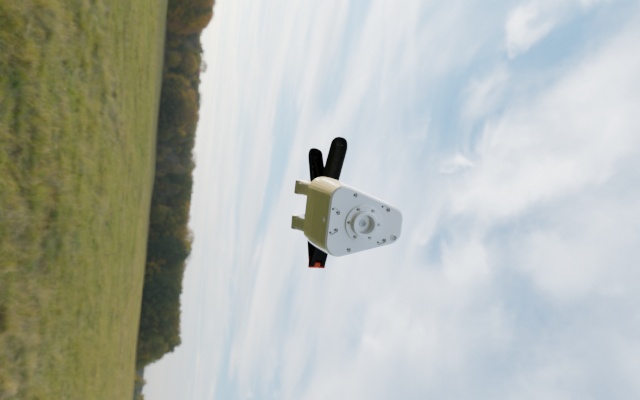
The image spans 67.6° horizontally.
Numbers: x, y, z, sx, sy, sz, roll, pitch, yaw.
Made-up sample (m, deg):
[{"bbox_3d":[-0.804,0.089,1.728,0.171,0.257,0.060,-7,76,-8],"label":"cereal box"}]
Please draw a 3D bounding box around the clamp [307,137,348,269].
[{"bbox_3d":[0.001,0.003,0.777,0.036,0.210,0.164,5,6,-14],"label":"clamp"}]
